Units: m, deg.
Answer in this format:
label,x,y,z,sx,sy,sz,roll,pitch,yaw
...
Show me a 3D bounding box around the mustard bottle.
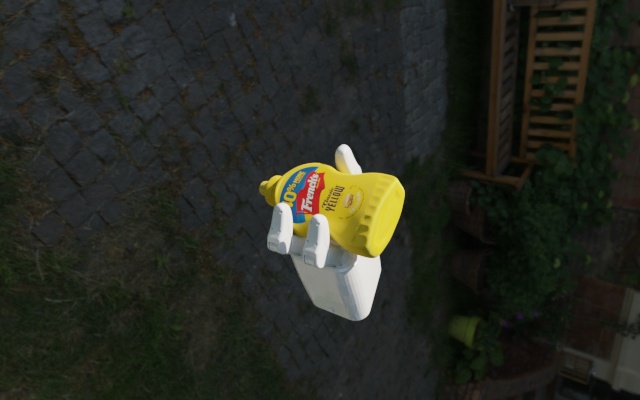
label,x,y,z,sx,sy,sz,roll,pitch,yaw
mustard bottle,0.000,0.002,0.588,0.191,0.096,0.058,14,-18,35
